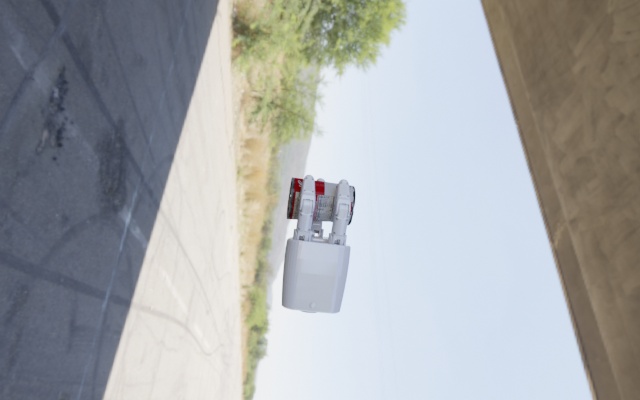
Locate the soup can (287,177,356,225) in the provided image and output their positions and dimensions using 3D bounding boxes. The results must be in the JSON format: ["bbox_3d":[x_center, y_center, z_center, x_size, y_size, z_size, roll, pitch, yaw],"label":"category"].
[{"bbox_3d":[0.000,0.002,0.771,0.102,0.068,0.068,7,-1,-7],"label":"soup can"}]
